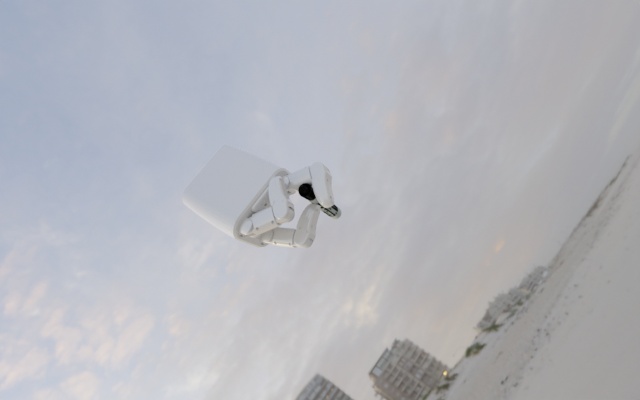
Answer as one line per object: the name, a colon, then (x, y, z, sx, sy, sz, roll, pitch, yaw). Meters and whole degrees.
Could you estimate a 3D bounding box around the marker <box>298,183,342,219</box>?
marker: (0.000, 0.002, 0.655, 0.020, 0.020, 0.121, 0, -16, 23)
